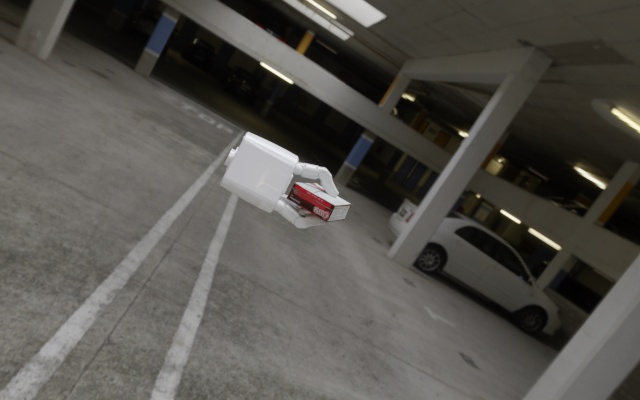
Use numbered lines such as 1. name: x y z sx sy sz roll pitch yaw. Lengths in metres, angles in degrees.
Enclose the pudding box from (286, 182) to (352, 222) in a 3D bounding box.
1. pudding box: 0.000 0.003 0.892 0.090 0.039 0.113 31 12 17
